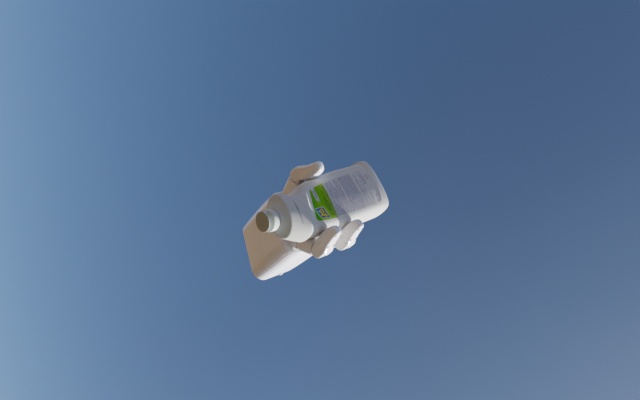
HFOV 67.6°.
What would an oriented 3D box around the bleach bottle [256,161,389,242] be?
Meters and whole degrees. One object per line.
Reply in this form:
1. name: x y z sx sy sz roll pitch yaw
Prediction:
1. bleach bottle: 0.000 0.002 0.736 0.251 0.102 0.068 -13 -21 -47
